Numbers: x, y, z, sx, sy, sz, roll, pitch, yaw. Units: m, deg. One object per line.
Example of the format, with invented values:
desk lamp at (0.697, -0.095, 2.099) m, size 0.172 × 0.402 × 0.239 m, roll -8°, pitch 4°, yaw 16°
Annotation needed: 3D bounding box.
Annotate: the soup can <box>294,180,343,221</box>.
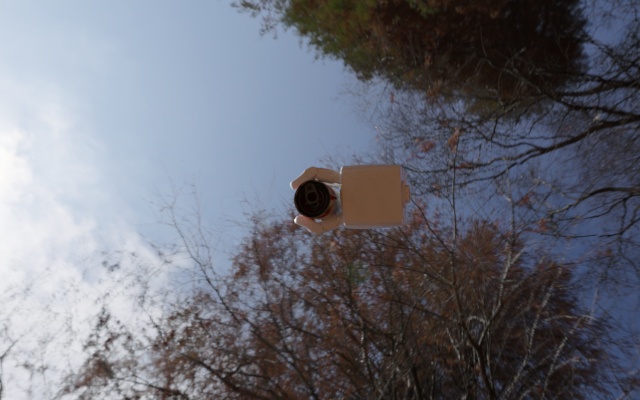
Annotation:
soup can at (0.000, 0.003, 0.883) m, size 0.068 × 0.068 × 0.102 m, roll 0°, pitch -7°, yaw 17°
